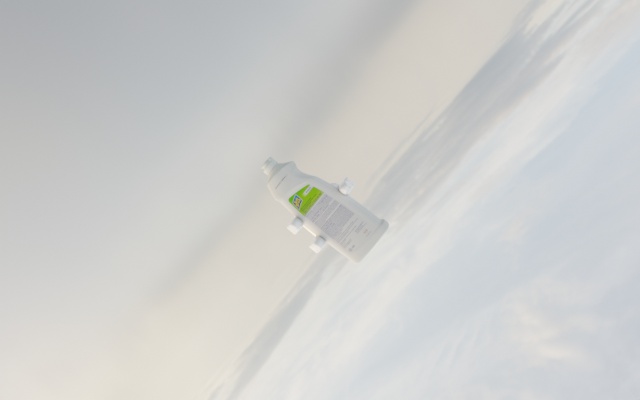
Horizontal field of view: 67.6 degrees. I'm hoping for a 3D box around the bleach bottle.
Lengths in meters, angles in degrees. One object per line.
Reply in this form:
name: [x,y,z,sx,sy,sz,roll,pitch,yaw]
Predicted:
bleach bottle: [0.000,0.003,0.887,0.251,0.102,0.068,40,3,-1]
